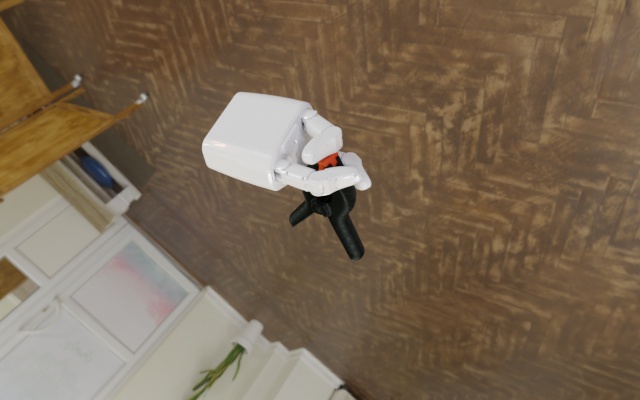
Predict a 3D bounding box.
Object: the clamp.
[{"bbox_3d":[0.000,0.002,0.624,0.120,0.172,0.039,17,47,24],"label":"clamp"}]
